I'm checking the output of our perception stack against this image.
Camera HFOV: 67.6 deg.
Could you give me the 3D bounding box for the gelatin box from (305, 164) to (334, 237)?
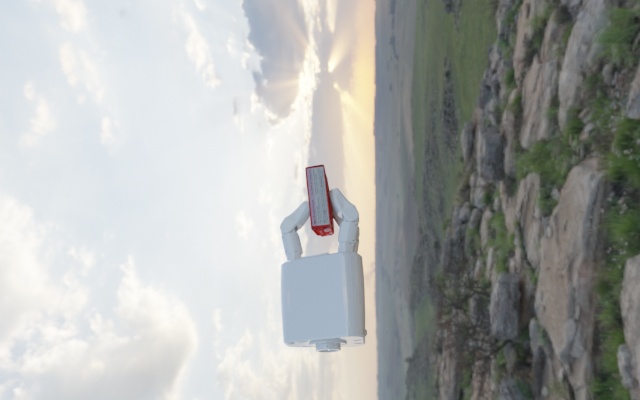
[{"bbox_3d":[0.000,0.002,0.674,0.030,0.089,0.073,-8,-12,3],"label":"gelatin box"}]
